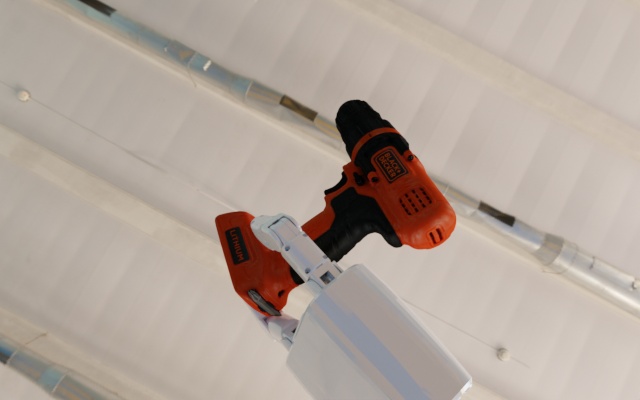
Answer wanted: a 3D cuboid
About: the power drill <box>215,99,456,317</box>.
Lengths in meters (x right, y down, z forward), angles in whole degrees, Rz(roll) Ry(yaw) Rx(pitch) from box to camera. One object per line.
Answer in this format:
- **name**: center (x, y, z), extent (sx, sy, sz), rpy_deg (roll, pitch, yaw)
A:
- **power drill**: center (0.000, 0.002, 0.426), extent (0.187, 0.184, 0.057), rpy_deg (-32, -45, 6)
